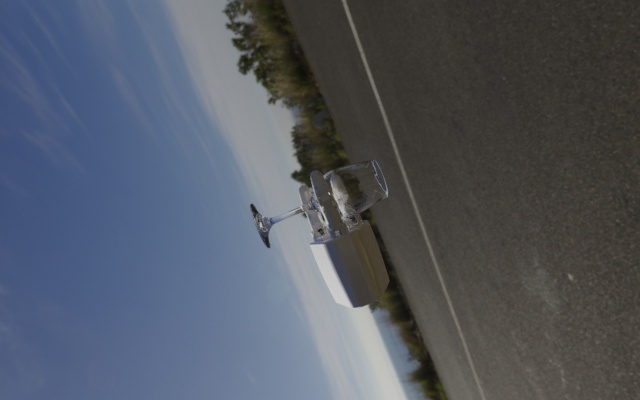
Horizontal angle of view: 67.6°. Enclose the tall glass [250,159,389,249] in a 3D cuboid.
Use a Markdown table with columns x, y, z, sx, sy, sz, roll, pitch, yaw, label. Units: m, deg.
| x | y | z | sx | sy | sz | roll | pitch | yaw | label |
| --- | --- | --- | --- | --- | --- | --- | --- | --- | --- |
| -0.001 | 0.003 | 0.727 | 0.201 | 0.079 | 0.079 | -22 | 0 | 0 | tall glass |
